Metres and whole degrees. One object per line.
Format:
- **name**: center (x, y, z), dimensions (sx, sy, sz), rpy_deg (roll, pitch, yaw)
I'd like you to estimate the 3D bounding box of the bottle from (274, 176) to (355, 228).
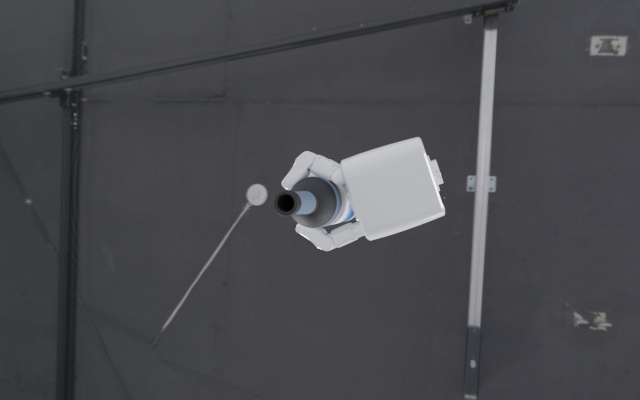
- **bottle**: center (0.000, 0.002, 0.645), dimensions (0.069, 0.069, 0.296), rpy_deg (0, 0, 15)
